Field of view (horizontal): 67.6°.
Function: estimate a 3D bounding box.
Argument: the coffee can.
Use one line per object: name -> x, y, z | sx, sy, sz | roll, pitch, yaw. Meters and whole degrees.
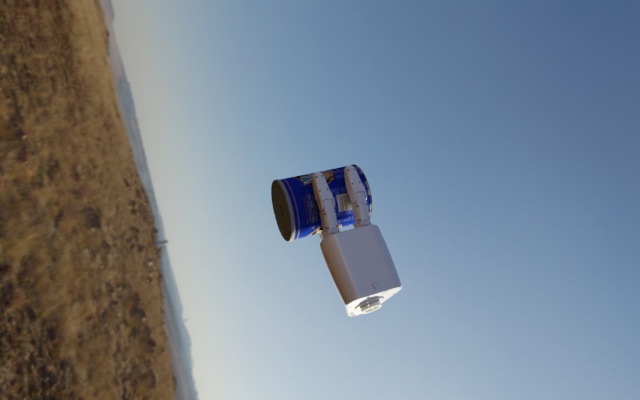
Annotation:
coffee can -> 0.000, 0.003, 0.791 | 0.140, 0.103, 0.103 | -13, 4, -18
